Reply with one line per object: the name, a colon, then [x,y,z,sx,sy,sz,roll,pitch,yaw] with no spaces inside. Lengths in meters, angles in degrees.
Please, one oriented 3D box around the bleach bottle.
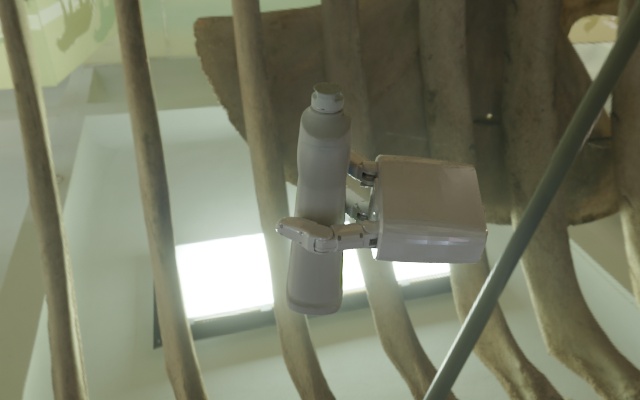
bleach bottle: [0.000,0.002,0.511,0.068,0.251,0.102,3,36,-1]
